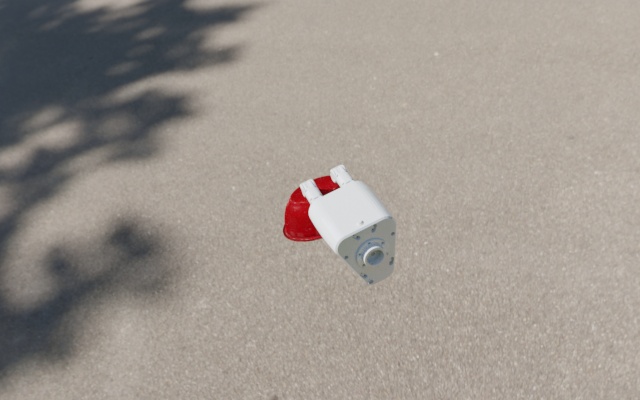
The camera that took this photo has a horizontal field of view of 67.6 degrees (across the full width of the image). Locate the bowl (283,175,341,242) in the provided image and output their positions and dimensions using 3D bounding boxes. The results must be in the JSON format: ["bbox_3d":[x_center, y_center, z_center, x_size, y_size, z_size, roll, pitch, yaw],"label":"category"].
[{"bbox_3d":[-0.001,0.002,0.817,0.162,0.055,0.162,-20,23,9],"label":"bowl"}]
